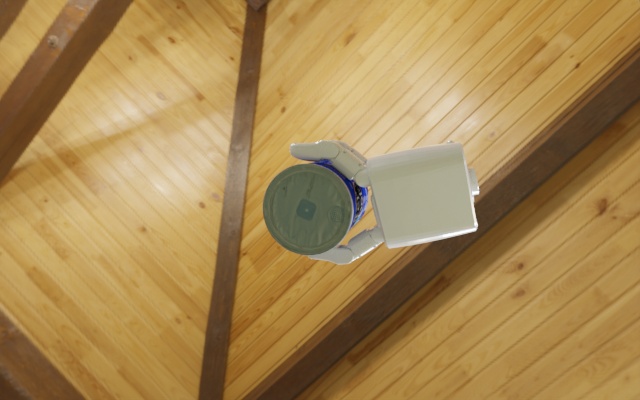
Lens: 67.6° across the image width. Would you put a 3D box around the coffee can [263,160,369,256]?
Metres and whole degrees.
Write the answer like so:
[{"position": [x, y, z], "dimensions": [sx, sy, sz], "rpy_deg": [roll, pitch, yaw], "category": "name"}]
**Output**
[{"position": [0.000, 0.002, 0.591], "dimensions": [0.103, 0.103, 0.140], "rpy_deg": [0, 7, 13], "category": "coffee can"}]
